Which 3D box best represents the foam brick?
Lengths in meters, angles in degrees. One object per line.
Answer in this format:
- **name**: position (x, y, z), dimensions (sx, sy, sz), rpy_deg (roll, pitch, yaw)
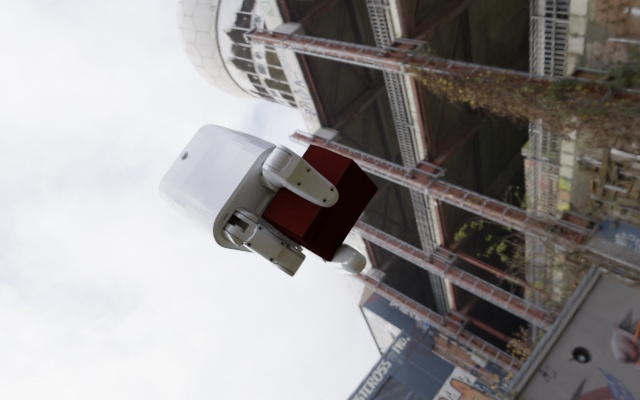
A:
- **foam brick**: position (0.000, 0.001, 0.403), dimensions (0.051, 0.078, 0.053), rpy_deg (26, -12, 40)
